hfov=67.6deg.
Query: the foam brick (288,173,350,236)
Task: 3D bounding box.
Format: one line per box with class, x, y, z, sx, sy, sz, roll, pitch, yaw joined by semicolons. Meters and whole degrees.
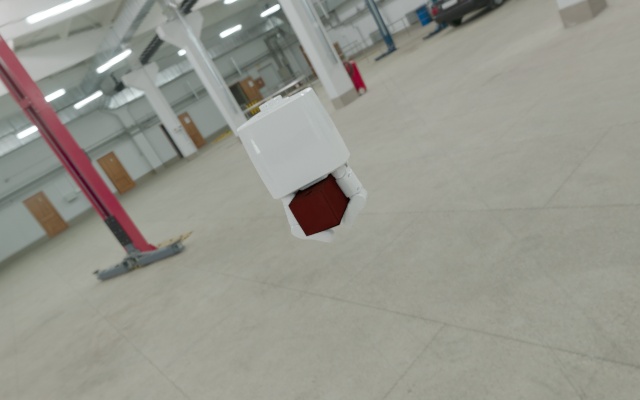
foam brick;0.000;0.002;0.634;0.053;0.051;0.078;-22;18;23
